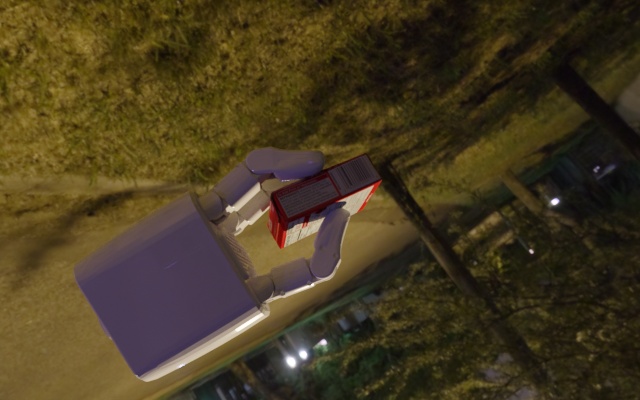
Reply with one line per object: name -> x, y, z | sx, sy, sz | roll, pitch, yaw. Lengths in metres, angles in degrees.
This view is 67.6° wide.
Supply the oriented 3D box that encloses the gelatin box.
gelatin box -> 0.001, 0.002, 0.403 | 0.089, 0.030, 0.073 | -24, -16, -16
